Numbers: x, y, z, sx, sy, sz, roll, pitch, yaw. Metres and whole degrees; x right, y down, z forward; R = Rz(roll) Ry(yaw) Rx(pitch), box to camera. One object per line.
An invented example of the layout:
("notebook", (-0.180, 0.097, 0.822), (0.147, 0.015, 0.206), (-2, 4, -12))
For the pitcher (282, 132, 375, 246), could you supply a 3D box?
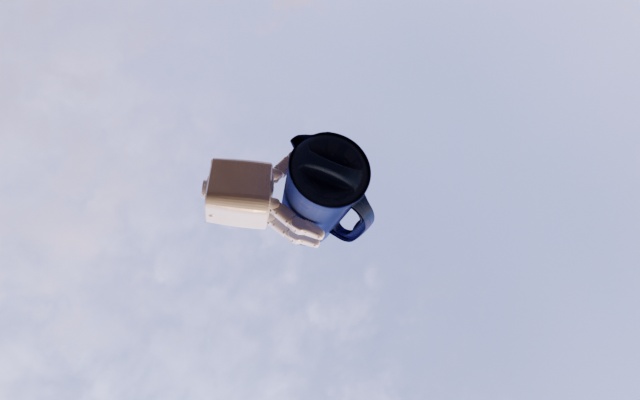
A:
("pitcher", (0.000, 0.003, 0.845), (0.145, 0.149, 0.243), (5, -24, -10))
